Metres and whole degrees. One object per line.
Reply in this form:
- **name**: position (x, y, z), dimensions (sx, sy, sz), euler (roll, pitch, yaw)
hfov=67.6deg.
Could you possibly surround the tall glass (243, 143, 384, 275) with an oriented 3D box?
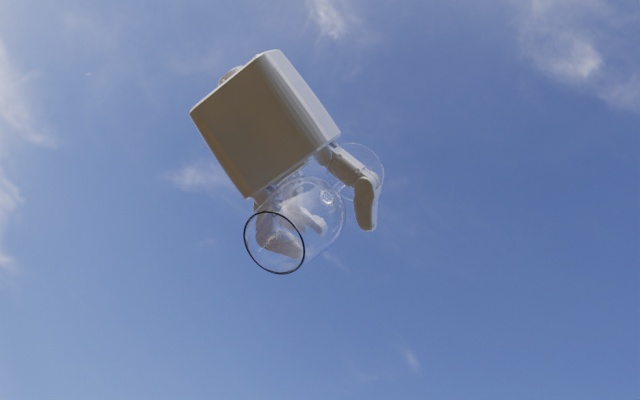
- **tall glass**: position (0.000, 0.001, 0.495), dimensions (0.079, 0.079, 0.201), euler (0, 21, 26)
